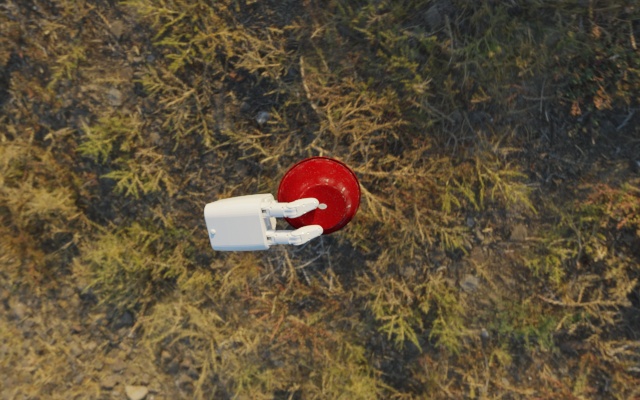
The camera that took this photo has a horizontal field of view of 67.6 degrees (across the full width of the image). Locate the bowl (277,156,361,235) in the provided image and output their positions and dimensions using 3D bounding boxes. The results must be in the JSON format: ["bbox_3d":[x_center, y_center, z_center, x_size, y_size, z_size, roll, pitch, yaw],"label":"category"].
[{"bbox_3d":[0.001,0.003,0.888,0.162,0.162,0.055,0,22,-5],"label":"bowl"}]
